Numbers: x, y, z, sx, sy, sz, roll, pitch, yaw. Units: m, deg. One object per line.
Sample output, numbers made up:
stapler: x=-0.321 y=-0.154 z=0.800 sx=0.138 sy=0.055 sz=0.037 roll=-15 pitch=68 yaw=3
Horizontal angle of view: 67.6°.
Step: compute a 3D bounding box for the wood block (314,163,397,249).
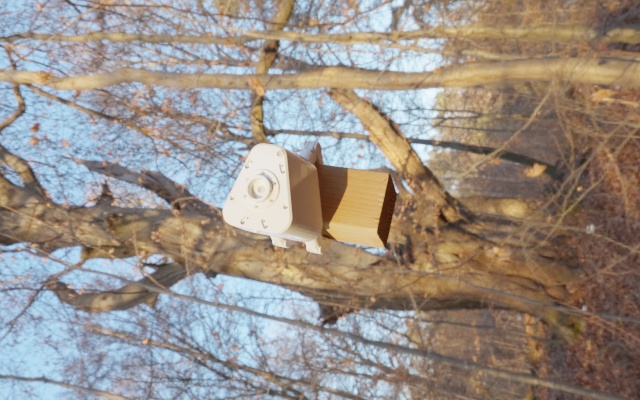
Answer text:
wood block: x=0.000 y=0.002 z=0.712 sx=0.206 sy=0.090 sz=0.090 roll=9 pitch=-17 yaw=19
